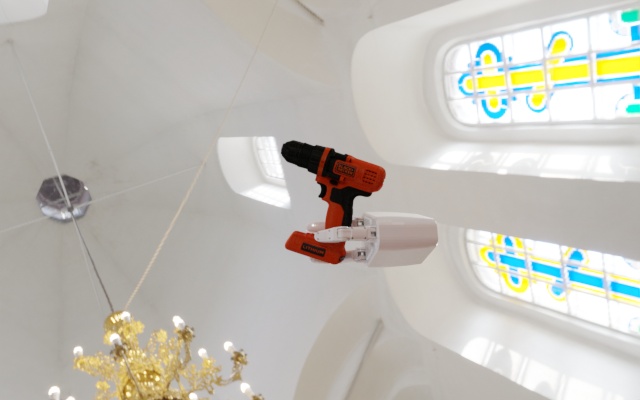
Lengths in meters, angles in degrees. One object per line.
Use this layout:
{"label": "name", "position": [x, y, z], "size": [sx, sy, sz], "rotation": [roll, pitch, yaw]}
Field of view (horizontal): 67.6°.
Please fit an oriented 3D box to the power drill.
{"label": "power drill", "position": [0.000, 0.003, 0.819], "size": [0.184, 0.188, 0.057], "rotation": [18, 8, 8]}
